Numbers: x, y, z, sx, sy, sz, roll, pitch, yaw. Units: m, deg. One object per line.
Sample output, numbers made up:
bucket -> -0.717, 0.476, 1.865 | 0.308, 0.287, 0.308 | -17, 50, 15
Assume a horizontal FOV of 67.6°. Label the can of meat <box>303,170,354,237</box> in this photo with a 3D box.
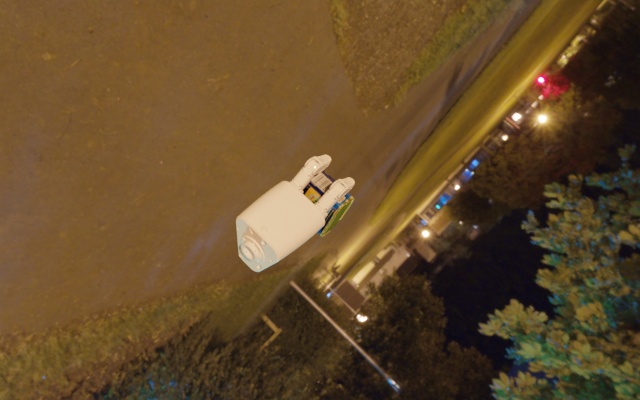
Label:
can of meat -> 0.000, 0.003, 0.816 | 0.057, 0.084, 0.102 | -38, -14, -38
